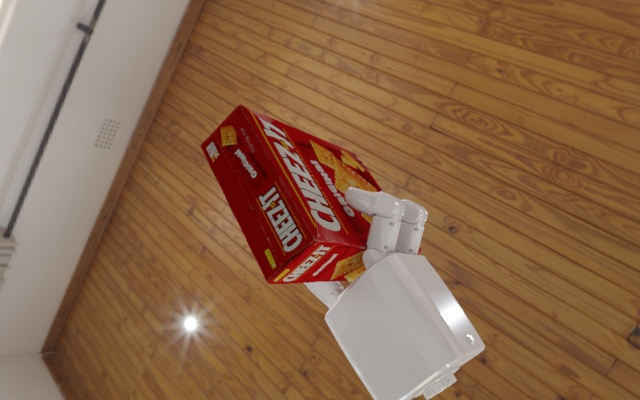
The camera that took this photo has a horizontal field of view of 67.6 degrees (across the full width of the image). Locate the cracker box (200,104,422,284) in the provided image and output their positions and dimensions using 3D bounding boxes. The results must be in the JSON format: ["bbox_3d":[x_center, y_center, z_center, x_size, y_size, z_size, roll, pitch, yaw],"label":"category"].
[{"bbox_3d":[0.000,0.002,0.507,0.072,0.164,0.214,-43,-28,21],"label":"cracker box"}]
